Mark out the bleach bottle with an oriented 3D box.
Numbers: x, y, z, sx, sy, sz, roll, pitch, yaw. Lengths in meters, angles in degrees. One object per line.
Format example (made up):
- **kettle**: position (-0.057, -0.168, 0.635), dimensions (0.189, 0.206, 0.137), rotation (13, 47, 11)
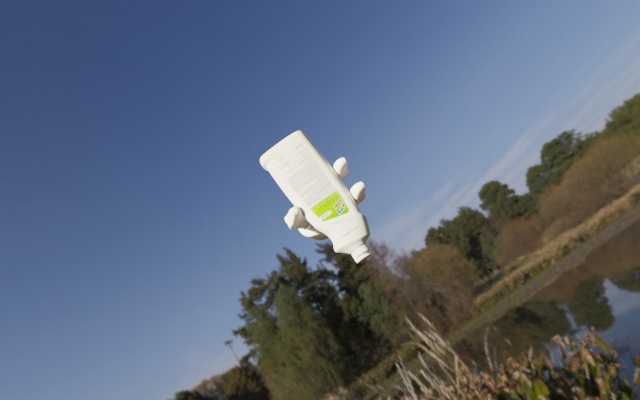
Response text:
- **bleach bottle**: position (0.000, 0.003, 0.834), dimensions (0.102, 0.250, 0.068), rotation (-36, -17, 6)
